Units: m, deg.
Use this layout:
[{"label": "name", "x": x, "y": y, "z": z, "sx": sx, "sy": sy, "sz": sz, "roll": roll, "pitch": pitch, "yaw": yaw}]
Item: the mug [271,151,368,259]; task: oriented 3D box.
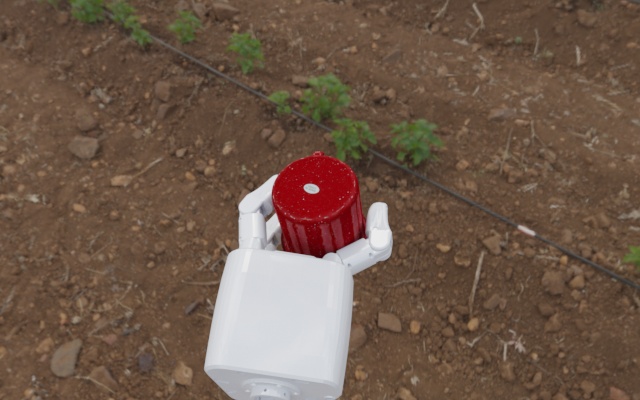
[{"label": "mug", "x": 0.000, "y": 0.000, "z": 0.473, "sx": 0.093, "sy": 0.117, "sz": 0.082, "roll": -2, "pitch": -38, "yaw": 8}]
